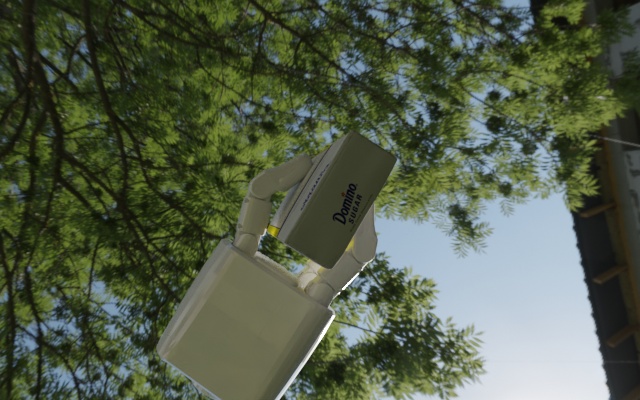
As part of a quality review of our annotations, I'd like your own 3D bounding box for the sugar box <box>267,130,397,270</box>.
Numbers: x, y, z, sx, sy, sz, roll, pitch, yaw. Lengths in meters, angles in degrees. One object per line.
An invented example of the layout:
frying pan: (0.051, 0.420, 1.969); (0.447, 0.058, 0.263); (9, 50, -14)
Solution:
sugar box: (0.000, 0.002, 0.406); (0.048, 0.093, 0.176); (32, -5, -10)
